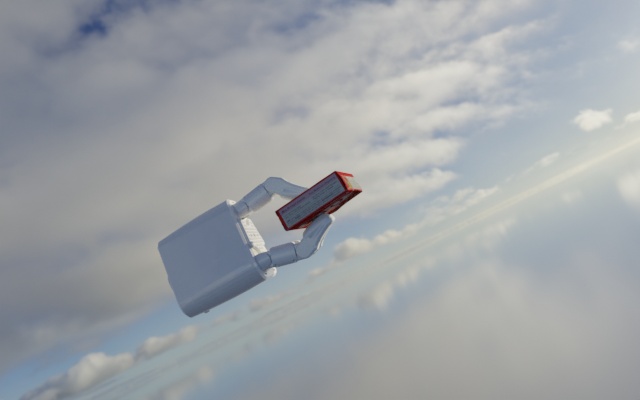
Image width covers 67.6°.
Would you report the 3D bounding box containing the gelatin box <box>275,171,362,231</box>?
[{"bbox_3d":[0.000,0.001,0.567,0.089,0.030,0.073,-35,-11,15],"label":"gelatin box"}]
